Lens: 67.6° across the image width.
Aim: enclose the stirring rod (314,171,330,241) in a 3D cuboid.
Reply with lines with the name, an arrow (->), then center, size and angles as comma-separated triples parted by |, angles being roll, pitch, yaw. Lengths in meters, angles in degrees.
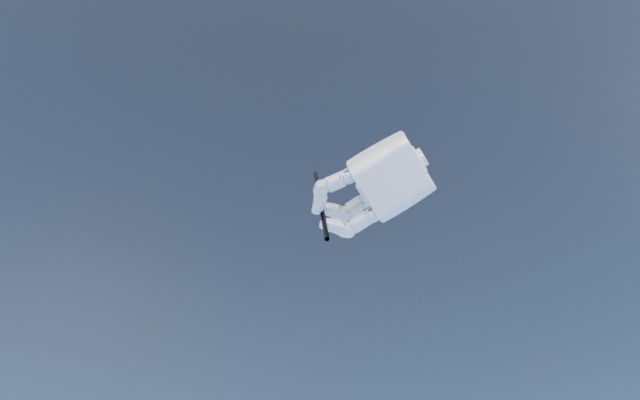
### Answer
stirring rod -> 0.000, 0.003, 0.839 | 0.011, 0.011, 0.239 | 0, 28, -5
